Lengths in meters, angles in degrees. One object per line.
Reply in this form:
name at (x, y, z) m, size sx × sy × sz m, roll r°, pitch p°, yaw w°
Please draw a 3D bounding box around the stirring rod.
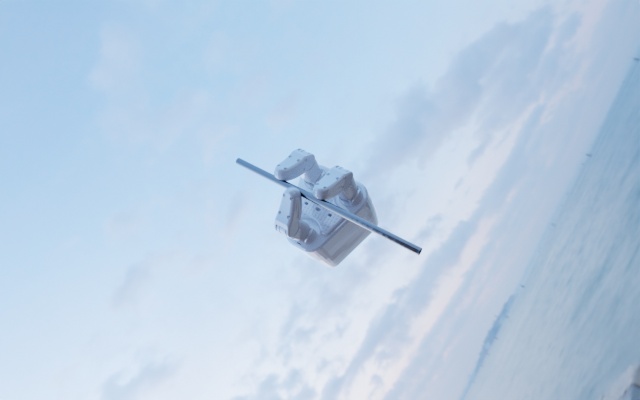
stirring rod at (0.000, 0.002, 0.519) m, size 0.239 × 0.011 × 0.011 m, roll 26°, pitch 11°, yaw 24°
